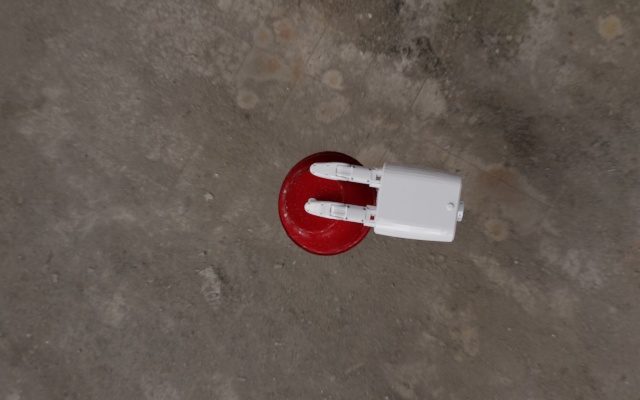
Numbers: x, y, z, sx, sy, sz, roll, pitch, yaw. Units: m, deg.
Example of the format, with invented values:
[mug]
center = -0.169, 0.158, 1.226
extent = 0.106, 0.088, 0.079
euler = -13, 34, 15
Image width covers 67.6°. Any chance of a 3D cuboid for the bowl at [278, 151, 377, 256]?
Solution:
[bowl]
center = -0.001, 0.002, 0.708
extent = 0.162, 0.162, 0.055
euler = 0, -4, 20
